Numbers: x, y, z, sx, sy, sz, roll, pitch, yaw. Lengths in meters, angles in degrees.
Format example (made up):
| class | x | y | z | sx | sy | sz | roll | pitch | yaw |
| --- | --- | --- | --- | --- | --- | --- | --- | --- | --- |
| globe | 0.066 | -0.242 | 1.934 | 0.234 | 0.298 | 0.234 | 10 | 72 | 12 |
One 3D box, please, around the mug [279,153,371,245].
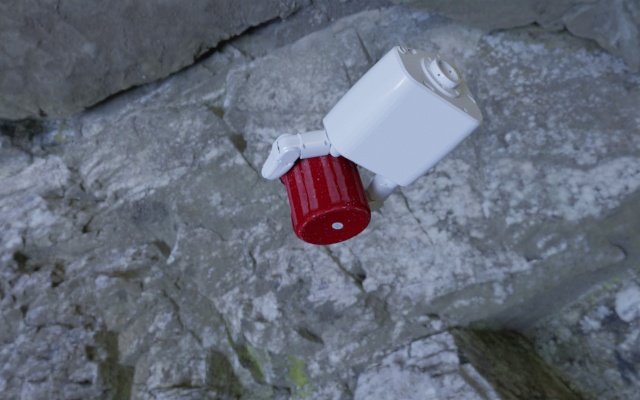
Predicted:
| class | x | y | z | sx | sy | sz | roll | pitch | yaw |
| --- | --- | --- | --- | --- | --- | --- | --- | --- | --- |
| mug | -0.001 | 0.003 | 0.525 | 0.093 | 0.081 | 0.117 | 10 | -39 | -34 |
